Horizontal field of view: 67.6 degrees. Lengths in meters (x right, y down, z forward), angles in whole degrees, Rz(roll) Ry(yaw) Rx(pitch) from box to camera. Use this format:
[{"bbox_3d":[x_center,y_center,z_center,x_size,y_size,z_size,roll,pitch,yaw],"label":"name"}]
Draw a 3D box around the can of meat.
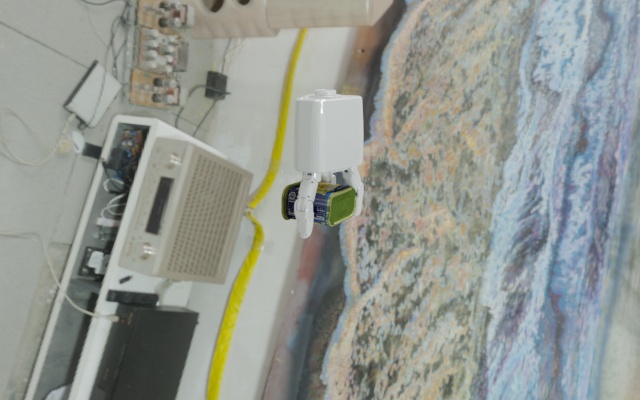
[{"bbox_3d":[0.000,0.003,0.761,0.084,0.057,0.102,9,16,27],"label":"can of meat"}]
